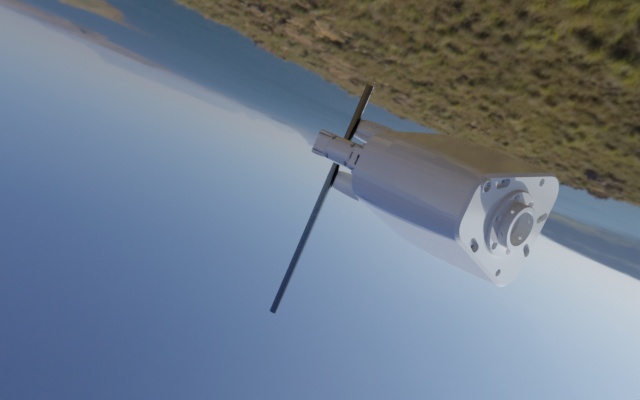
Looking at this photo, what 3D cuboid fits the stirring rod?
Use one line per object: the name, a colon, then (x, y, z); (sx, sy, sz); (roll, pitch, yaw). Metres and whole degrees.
stirring rod: (0.000, 0.001, 0.464); (0.011, 0.239, 0.011); (23, 7, -3)
